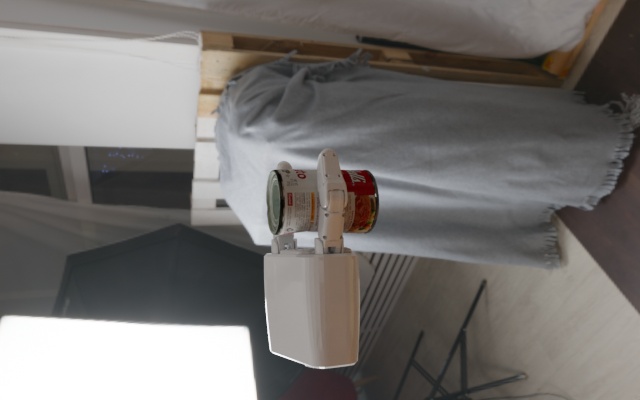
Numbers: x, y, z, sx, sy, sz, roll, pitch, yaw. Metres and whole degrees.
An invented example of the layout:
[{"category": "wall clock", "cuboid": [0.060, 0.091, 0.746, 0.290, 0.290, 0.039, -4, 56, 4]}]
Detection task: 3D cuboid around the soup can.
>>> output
[{"category": "soup can", "cuboid": [0.000, 0.001, 0.493, 0.102, 0.068, 0.068, -1, 0, -18]}]
